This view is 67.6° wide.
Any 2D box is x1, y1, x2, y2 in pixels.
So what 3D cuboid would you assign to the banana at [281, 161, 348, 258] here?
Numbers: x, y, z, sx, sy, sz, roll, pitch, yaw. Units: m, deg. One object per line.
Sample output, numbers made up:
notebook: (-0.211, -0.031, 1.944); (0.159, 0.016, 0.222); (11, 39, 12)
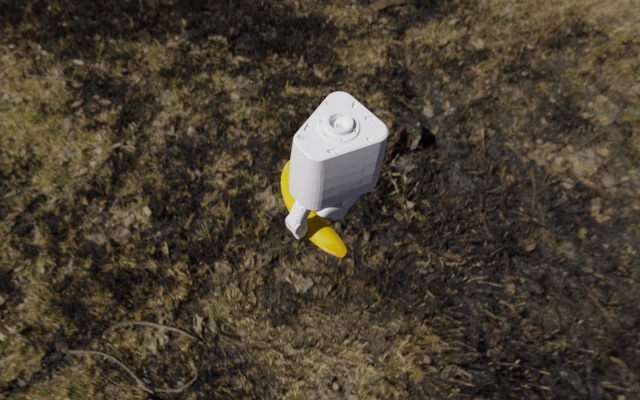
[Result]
banana: (-0.019, 0.003, 0.729); (0.069, 0.197, 0.037); (-12, -31, -13)
